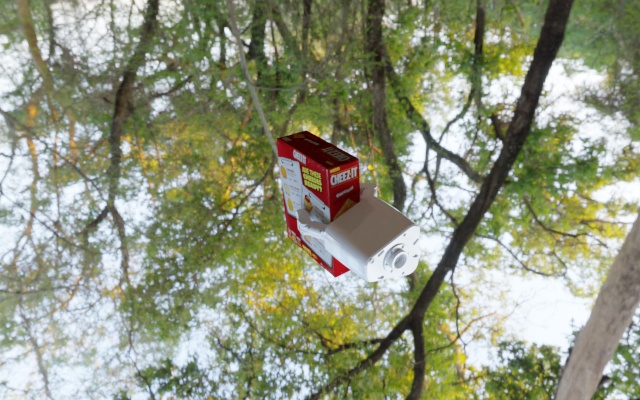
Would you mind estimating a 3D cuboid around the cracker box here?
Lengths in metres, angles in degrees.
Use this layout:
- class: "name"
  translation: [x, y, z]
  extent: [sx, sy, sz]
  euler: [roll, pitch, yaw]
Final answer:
- class: "cracker box"
  translation: [0.000, 0.003, 0.843]
  extent: [0.072, 0.214, 0.164]
  euler: [-21, 34, -27]
